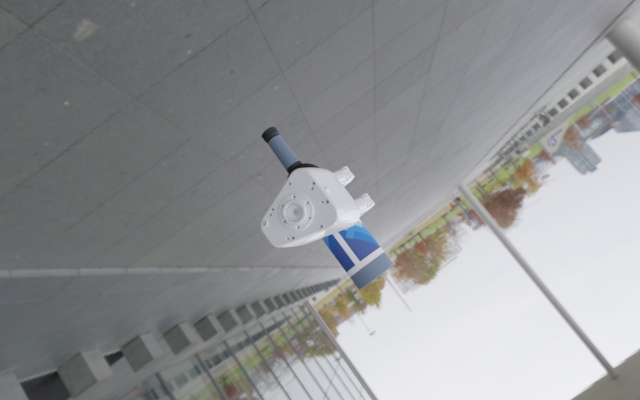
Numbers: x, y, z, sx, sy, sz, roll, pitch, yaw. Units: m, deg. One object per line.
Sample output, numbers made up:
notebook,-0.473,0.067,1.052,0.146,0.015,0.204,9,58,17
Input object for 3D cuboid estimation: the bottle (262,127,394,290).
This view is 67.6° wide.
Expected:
bottle,0.000,0.003,0.762,0.069,0.295,0.069,-35,-10,-8
